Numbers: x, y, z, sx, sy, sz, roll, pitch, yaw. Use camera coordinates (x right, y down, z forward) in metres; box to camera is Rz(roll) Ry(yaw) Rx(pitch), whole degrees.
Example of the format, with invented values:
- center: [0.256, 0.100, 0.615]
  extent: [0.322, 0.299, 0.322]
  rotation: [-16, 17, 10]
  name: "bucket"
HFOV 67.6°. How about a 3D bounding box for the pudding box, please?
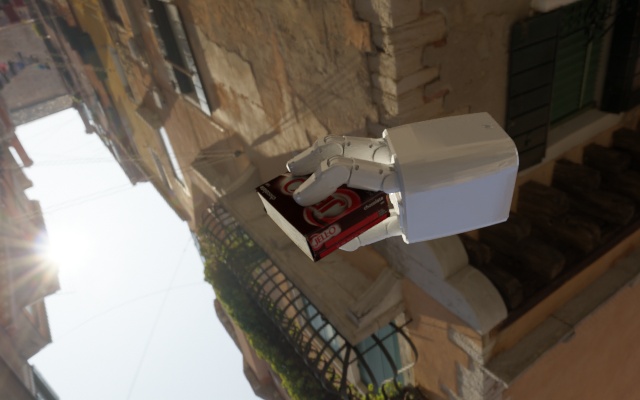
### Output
- center: [0.000, 0.002, 0.473]
  extent: [0.090, 0.039, 0.113]
  rotation: [-29, 35, -19]
  name: "pudding box"
